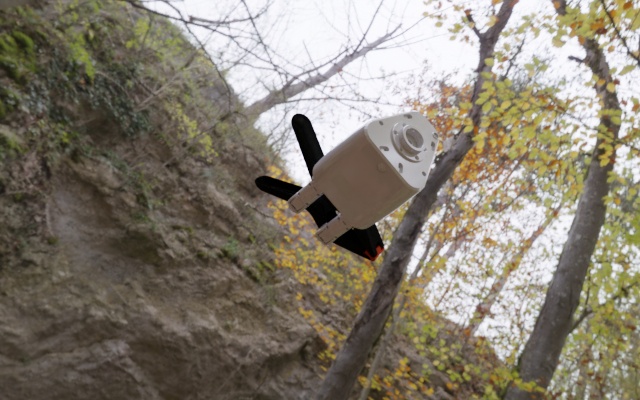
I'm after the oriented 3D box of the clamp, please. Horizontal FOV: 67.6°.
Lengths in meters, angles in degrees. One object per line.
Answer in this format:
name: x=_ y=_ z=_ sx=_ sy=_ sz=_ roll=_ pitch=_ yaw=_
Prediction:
clamp: x=0.001 y=0.002 z=0.652 sx=0.036 sy=0.210 sz=0.165 roll=-42 pitch=2 yaw=-38
